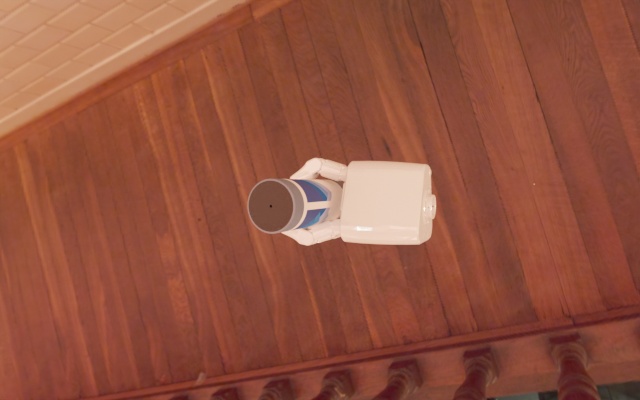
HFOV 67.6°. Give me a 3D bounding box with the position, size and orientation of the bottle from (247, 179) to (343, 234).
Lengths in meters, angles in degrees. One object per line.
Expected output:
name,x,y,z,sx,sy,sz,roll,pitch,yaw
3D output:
bottle,0.000,0.002,0.706,0.069,0.069,0.295,0,2,24
